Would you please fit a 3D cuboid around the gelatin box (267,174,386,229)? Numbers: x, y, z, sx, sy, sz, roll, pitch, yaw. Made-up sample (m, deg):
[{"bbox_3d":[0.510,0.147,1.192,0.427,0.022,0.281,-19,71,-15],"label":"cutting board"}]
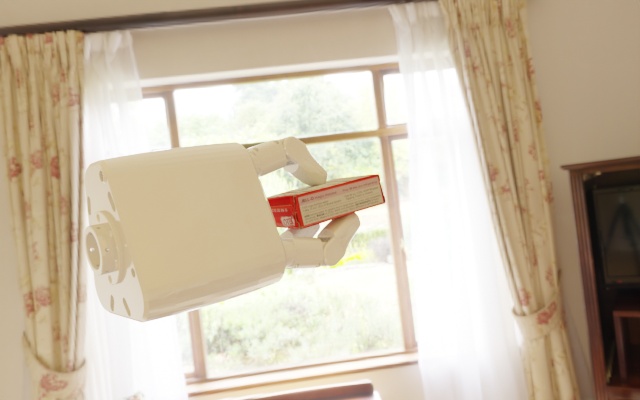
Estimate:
[{"bbox_3d":[0.000,0.001,0.425,0.089,0.030,0.073,-16,6,-29],"label":"gelatin box"}]
